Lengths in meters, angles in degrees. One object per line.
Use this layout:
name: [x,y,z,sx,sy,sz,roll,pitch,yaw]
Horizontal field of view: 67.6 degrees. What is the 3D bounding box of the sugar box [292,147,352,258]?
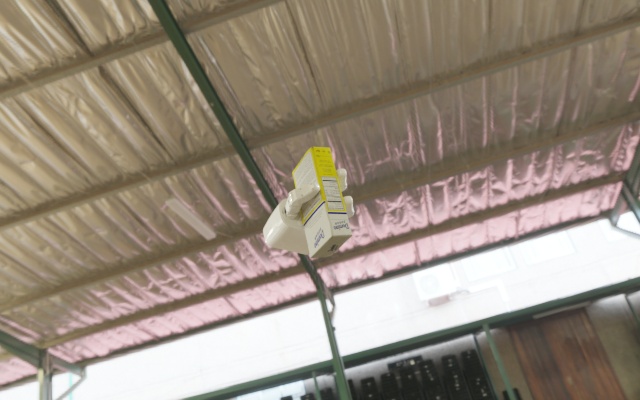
sugar box: [0.001,0.003,0.840,0.048,0.176,0.093,-1,-28,-28]
